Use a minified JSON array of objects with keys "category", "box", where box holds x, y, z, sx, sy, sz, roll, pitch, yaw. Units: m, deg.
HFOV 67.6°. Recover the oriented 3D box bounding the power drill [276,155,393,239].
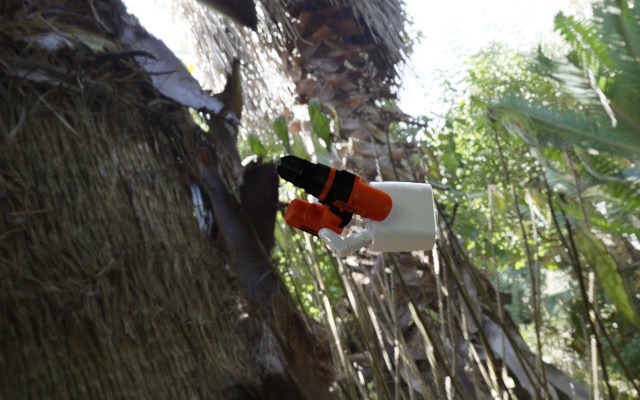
[{"category":"power drill","box":[0.000,0.003,0.769,0.184,0.057,0.188,24,-23,-9]}]
